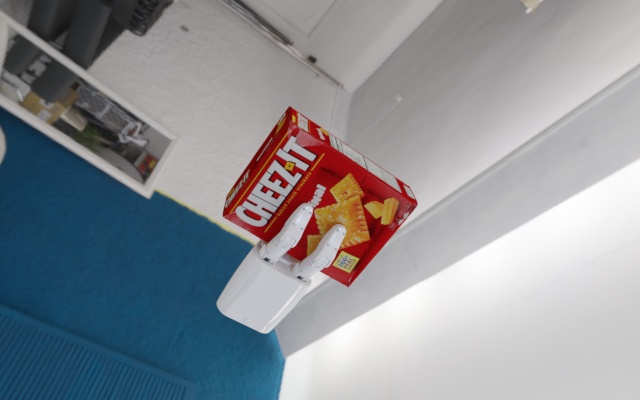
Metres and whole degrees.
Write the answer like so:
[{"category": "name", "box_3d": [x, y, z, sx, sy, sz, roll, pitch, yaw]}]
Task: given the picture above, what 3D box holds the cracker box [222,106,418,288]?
[{"category": "cracker box", "box_3d": [0.000, 0.002, 0.658, 0.214, 0.164, 0.072, 31, 20, -19]}]
